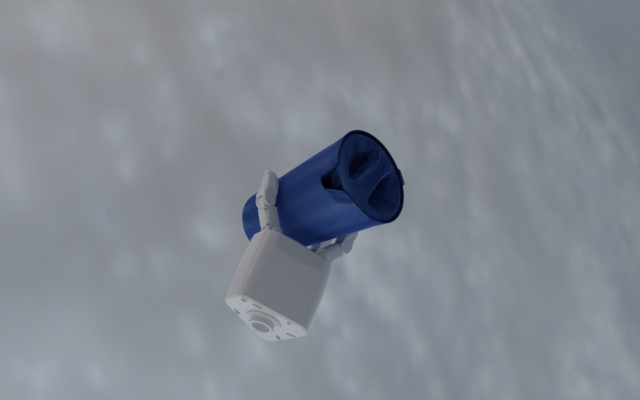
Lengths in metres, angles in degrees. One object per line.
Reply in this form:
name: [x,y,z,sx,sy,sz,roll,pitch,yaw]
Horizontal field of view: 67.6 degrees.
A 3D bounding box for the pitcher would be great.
pitcher: [0.000,0.002,0.720,0.243,0.145,0.149,-24,-56,41]
